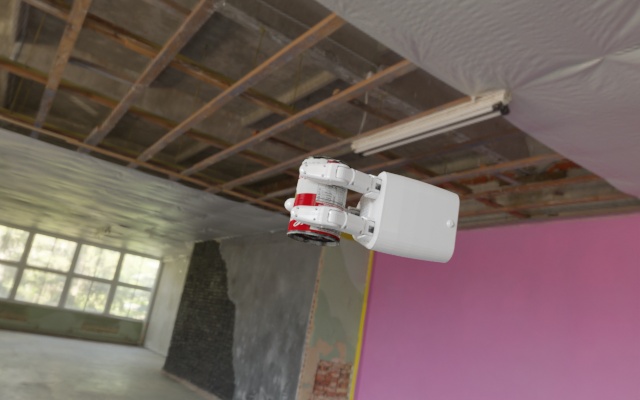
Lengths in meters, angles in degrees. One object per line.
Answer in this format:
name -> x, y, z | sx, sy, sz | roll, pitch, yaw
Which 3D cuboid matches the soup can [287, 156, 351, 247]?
soup can -> 0.000, 0.002, 0.616 | 0.068, 0.102, 0.068 | 10, -14, 3
